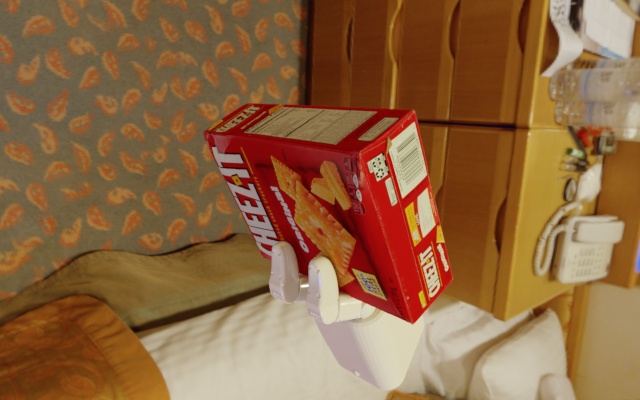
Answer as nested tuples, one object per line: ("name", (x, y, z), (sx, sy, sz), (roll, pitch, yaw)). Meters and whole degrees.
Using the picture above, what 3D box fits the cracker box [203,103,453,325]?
("cracker box", (0.000, 0.001, 0.436), (0.213, 0.164, 0.072), (14, 43, 46))
